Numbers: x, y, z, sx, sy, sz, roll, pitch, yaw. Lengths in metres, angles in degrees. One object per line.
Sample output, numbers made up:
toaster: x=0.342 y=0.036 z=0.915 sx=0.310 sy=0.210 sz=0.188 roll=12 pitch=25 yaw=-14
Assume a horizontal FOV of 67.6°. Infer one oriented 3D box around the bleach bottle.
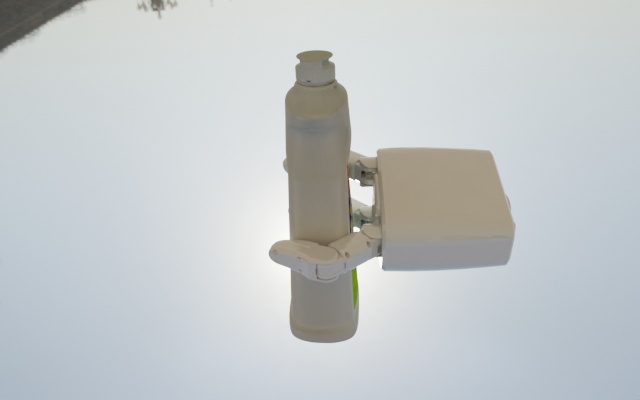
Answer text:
bleach bottle: x=0.000 y=0.001 z=0.418 sx=0.068 sy=0.251 sz=0.102 roll=0 pitch=32 yaw=4
